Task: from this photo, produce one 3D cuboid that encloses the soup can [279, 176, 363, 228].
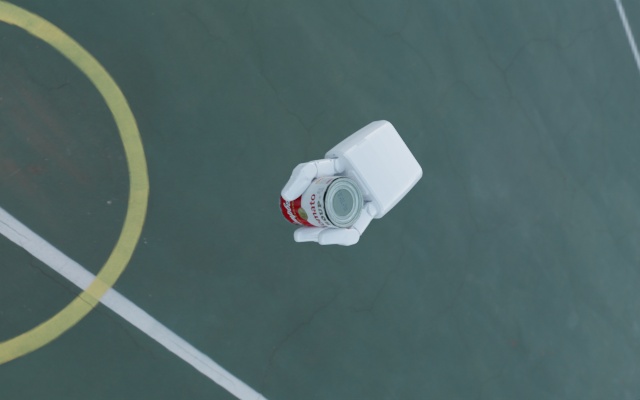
[{"bbox_3d":[0.000,0.002,0.644,0.068,0.068,0.102,0,1,-38],"label":"soup can"}]
